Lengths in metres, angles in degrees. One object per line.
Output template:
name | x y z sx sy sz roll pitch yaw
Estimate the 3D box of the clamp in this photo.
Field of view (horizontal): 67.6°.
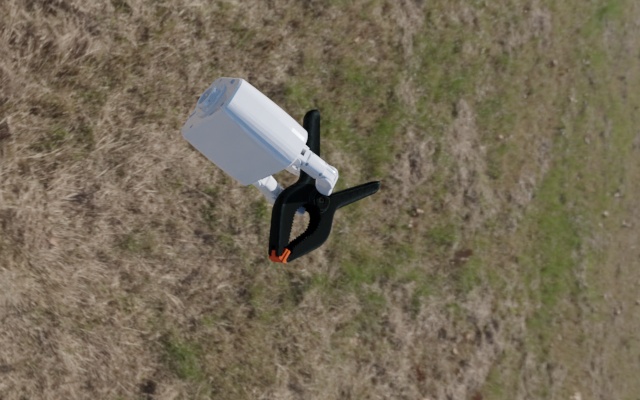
clamp | 0.000 0.002 0.663 0.165 0.210 0.036 38 -24 -29
